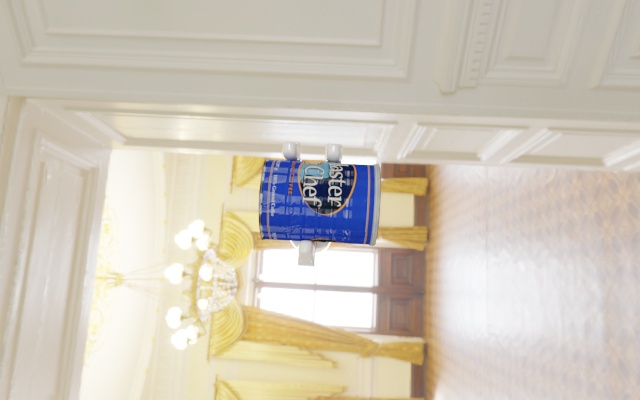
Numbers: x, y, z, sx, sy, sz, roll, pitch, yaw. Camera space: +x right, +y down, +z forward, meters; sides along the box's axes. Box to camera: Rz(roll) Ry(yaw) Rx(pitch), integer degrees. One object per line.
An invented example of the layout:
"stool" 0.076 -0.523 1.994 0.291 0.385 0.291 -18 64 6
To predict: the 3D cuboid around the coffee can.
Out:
"coffee can" 0.000 0.002 0.596 0.140 0.103 0.103 3 0 2
